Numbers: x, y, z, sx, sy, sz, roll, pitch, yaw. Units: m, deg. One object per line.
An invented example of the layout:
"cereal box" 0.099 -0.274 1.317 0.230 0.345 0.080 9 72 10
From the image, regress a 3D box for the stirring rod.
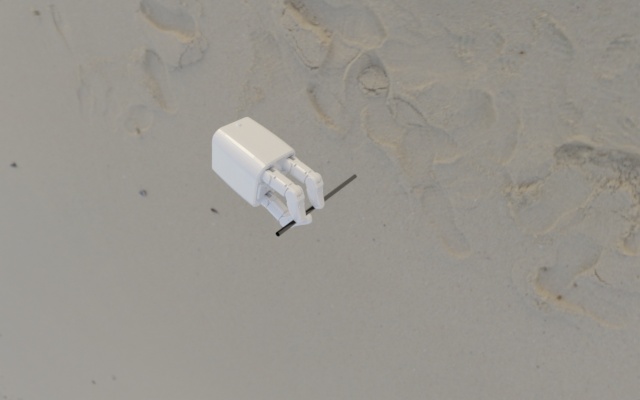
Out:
"stirring rod" 0.000 0.003 0.808 0.011 0.011 0.239 0 24 36
